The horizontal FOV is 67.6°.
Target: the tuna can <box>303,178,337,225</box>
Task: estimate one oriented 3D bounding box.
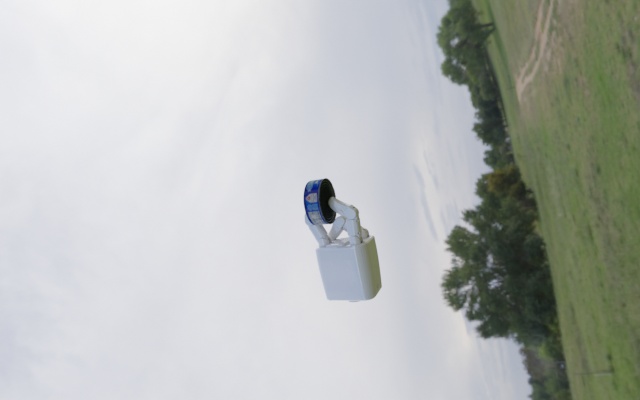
[{"bbox_3d":[0.000,0.003,0.886,0.034,0.086,0.086,-7,-3,22],"label":"tuna can"}]
